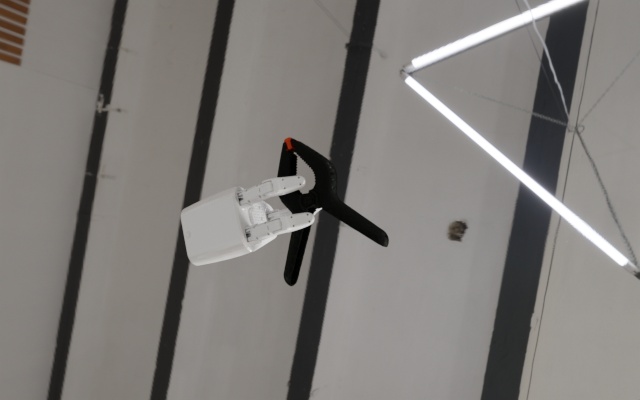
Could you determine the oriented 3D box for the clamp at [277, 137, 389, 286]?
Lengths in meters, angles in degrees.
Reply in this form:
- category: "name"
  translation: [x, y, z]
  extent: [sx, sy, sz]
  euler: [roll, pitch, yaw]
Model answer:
- category: "clamp"
  translation: [0.000, 0.002, 0.685]
  extent: [0.164, 0.210, 0.036]
  euler: [-18, -12, 20]
